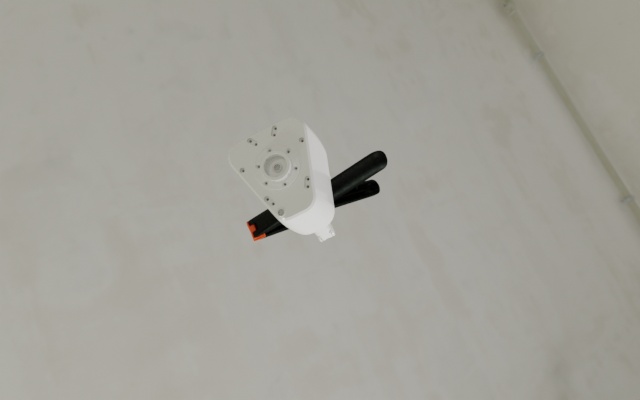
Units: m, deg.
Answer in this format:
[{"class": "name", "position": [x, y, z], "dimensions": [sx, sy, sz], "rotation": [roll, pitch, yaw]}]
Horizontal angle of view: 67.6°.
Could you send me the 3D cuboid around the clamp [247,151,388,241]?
[{"class": "clamp", "position": [0.000, 0.003, 0.674], "dimensions": [0.210, 0.036, 0.164], "rotation": [-26, -14, 5]}]
